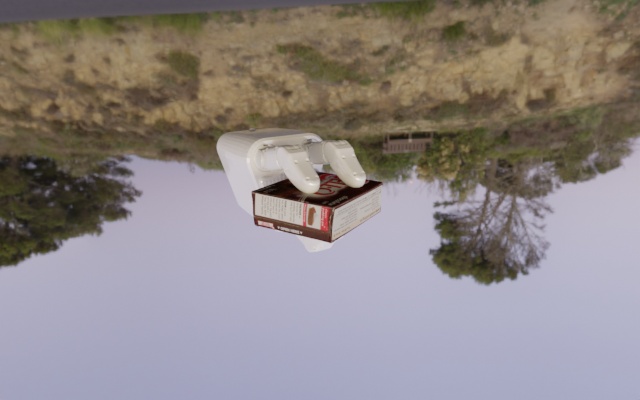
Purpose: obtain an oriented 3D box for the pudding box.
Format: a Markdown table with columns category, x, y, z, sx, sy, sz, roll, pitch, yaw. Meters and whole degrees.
| category | x | y | z | sx | sy | sz | roll | pitch | yaw |
| --- | --- | --- | --- | --- | --- | --- | --- | --- | --- |
| pudding box | 0.000 | 0.002 | 0.478 | 0.090 | 0.039 | 0.113 | 10 | 21 | 28 |
